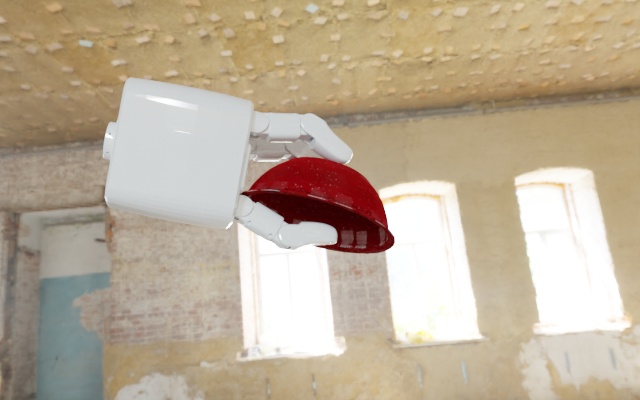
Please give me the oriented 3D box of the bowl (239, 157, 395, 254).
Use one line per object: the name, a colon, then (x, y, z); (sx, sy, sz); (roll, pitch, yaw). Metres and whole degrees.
bowl: (0.001, 0.002, 0.479); (0.162, 0.055, 0.162); (14, -20, 5)
